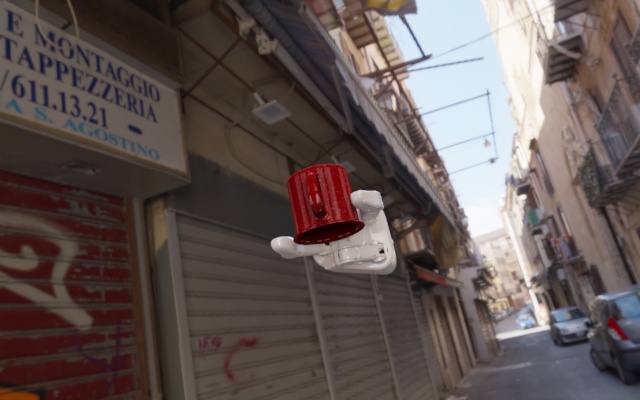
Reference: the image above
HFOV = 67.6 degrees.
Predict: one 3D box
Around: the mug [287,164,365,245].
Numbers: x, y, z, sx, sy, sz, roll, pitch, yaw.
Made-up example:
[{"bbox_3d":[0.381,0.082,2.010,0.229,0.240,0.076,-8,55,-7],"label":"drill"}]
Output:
[{"bbox_3d":[0.000,0.001,0.605,0.093,0.081,0.117,-16,-18,9],"label":"mug"}]
